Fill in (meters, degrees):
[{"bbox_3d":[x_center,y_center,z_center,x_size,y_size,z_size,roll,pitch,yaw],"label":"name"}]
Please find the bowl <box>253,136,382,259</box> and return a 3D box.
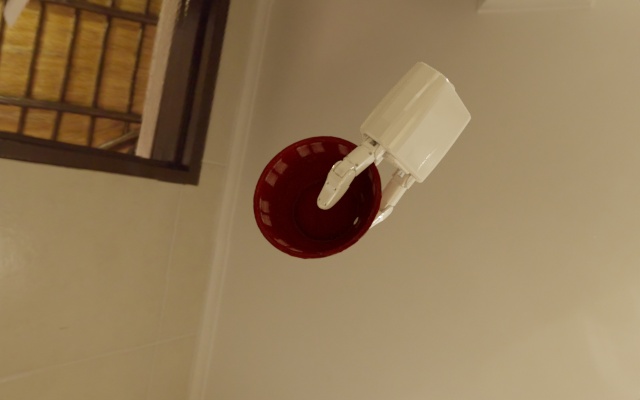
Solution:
[{"bbox_3d":[-0.001,0.003,0.602,0.162,0.162,0.055,0,-22,15],"label":"bowl"}]
